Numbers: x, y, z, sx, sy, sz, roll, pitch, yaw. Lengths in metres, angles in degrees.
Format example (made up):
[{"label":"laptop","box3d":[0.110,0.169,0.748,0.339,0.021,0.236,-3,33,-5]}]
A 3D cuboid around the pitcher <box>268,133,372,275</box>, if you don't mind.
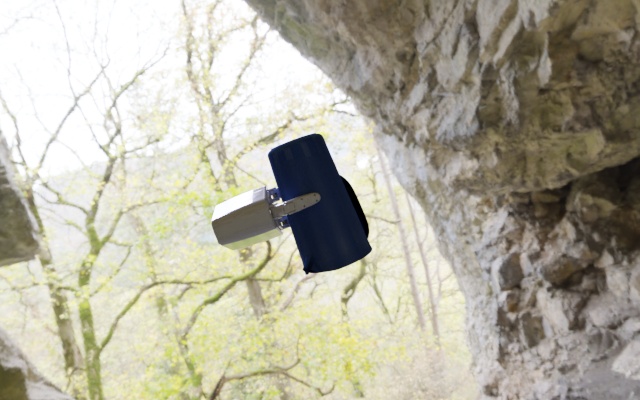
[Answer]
[{"label":"pitcher","box3d":[0.000,0.003,0.883,0.145,0.243,0.149,-20,4,2]}]
